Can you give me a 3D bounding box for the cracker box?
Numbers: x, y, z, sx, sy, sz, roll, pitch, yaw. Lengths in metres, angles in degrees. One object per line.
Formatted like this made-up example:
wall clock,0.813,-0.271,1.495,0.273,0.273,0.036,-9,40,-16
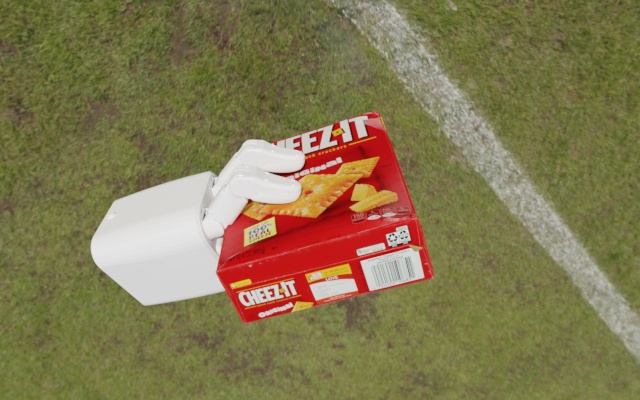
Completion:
cracker box,0.000,0.002,0.459,0.164,0.072,0.213,-15,32,7
